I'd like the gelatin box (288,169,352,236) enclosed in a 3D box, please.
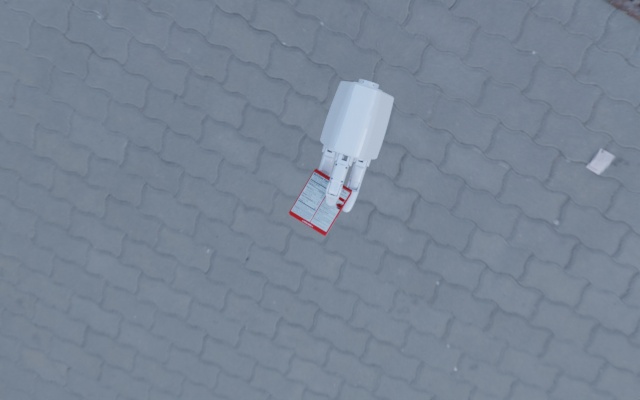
[{"bbox_3d":[0.000,0.003,0.794,0.073,0.089,0.030,31,8,0],"label":"gelatin box"}]
